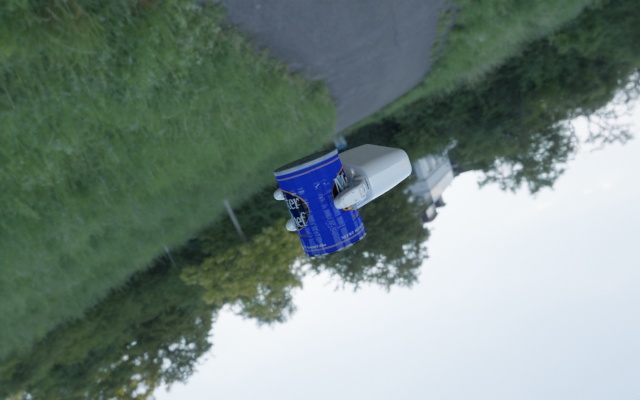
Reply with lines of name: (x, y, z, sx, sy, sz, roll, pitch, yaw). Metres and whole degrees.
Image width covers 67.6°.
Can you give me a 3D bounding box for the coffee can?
coffee can: (0.000, 0.002, 0.736, 0.103, 0.140, 0.103, -20, 10, 4)
